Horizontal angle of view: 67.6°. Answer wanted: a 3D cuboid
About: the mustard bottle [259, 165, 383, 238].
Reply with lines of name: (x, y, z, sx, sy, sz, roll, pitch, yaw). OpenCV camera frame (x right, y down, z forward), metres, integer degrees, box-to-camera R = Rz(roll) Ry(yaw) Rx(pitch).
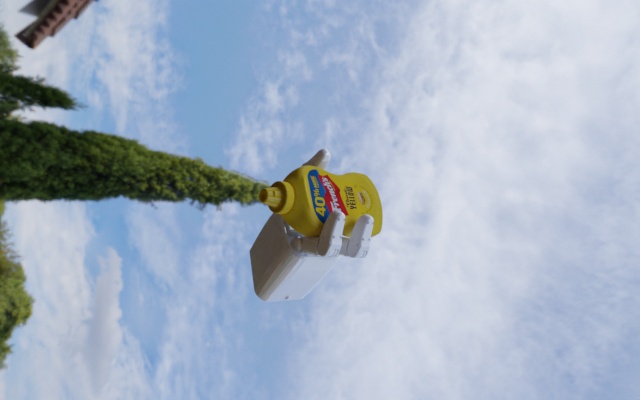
mustard bottle: (0.001, 0.002, 0.641, 0.191, 0.096, 0.058, 6, -24, -42)
